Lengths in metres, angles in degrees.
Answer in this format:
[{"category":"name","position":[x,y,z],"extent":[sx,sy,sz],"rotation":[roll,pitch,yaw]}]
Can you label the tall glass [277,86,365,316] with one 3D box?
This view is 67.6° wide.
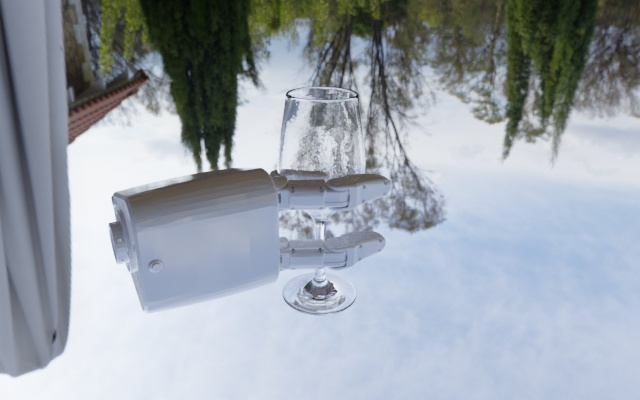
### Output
[{"category":"tall glass","position":[0.000,0.002,0.440],"extent":[0.079,0.201,0.079],"rotation":[1,23,0]}]
